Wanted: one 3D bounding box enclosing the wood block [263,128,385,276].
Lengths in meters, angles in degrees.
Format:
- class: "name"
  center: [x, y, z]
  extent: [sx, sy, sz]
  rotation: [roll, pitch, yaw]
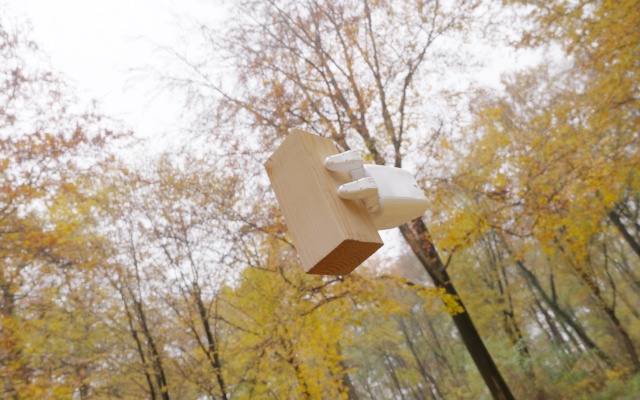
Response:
- class: "wood block"
  center: [0.000, 0.003, 0.728]
  extent: [0.090, 0.206, 0.091]
  rotation: [11, -45, -44]
